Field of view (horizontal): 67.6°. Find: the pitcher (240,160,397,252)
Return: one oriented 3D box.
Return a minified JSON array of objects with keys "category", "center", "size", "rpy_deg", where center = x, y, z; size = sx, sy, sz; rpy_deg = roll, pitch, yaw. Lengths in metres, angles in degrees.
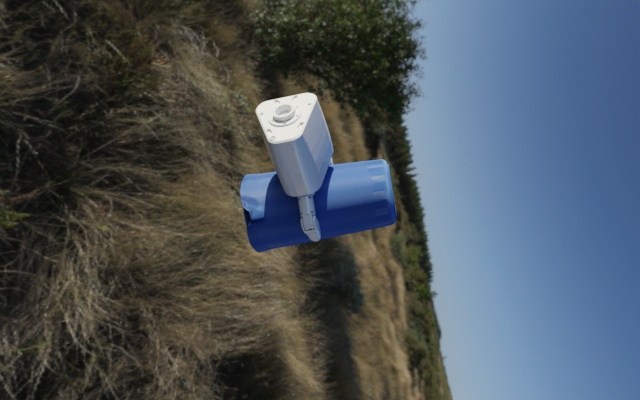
[{"category":"pitcher","center":[0.000,0.003,0.801],"size":[0.243,0.149,0.145],"rpy_deg":[-9,-43,9]}]
